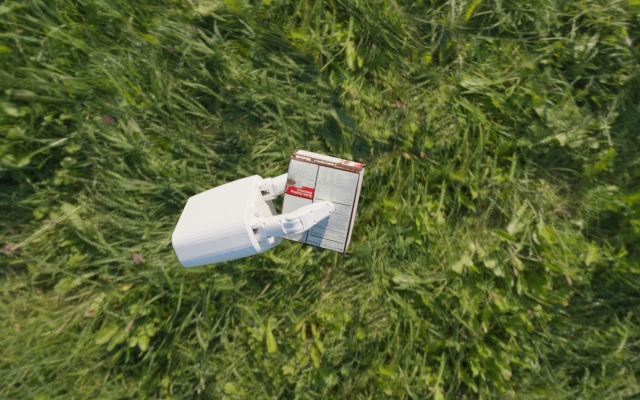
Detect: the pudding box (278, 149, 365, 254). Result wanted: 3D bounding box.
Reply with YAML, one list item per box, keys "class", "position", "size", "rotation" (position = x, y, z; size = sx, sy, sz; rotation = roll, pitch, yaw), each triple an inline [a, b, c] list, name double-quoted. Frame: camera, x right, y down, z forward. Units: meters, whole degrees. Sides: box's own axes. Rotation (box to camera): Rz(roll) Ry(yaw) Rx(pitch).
- class: "pudding box"
  position: [0.000, 0.002, 0.592]
  size: [0.090, 0.113, 0.039]
  rotation: [13, 23, 7]
